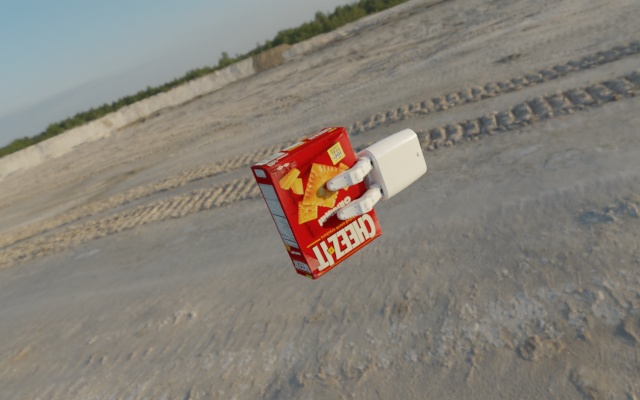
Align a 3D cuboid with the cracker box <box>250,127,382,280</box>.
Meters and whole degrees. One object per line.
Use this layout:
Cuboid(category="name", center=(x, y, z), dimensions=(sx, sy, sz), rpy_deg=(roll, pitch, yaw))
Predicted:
Cuboid(category="cracker box", center=(0.000, 0.003, 0.825), dimensions=(0.164, 0.214, 0.072), rpy_deg=(-31, 20, -25))
